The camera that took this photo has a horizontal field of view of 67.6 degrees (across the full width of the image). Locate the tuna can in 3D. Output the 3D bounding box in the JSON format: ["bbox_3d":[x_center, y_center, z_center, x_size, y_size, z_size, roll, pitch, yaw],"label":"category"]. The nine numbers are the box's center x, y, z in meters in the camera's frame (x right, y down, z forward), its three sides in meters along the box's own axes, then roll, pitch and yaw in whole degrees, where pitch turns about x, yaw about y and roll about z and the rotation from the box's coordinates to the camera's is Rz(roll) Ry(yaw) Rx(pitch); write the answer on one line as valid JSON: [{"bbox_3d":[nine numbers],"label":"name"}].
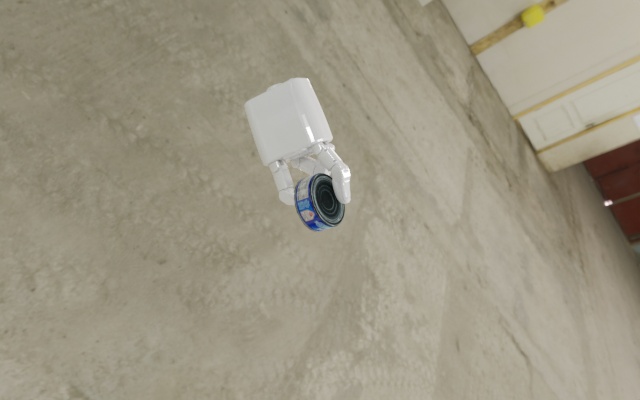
[{"bbox_3d":[0.001,0.002,0.724,0.034,0.086,0.086,-19,-11,35],"label":"tuna can"}]
